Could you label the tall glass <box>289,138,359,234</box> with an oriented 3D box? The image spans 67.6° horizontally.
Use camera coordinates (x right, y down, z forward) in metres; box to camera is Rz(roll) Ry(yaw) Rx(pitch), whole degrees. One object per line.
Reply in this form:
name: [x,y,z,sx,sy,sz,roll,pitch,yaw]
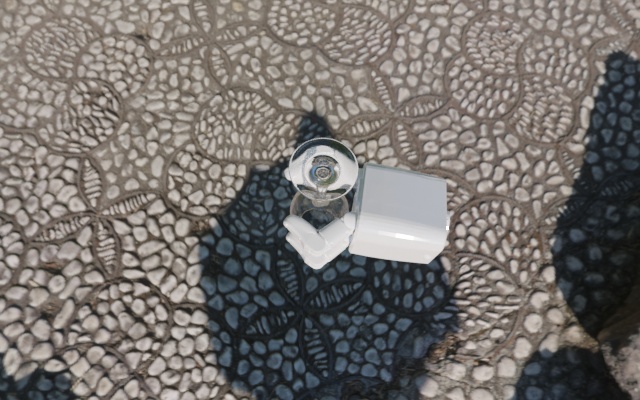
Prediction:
tall glass: [0.000,0.002,0.596,0.079,0.079,0.201,0,-21,-3]
